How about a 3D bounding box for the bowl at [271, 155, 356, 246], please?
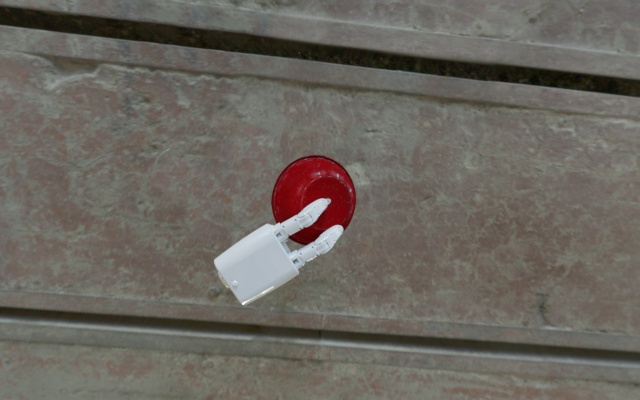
[{"bbox_3d":[0.001,0.002,0.820,0.162,0.162,0.055,0,5,-23],"label":"bowl"}]
